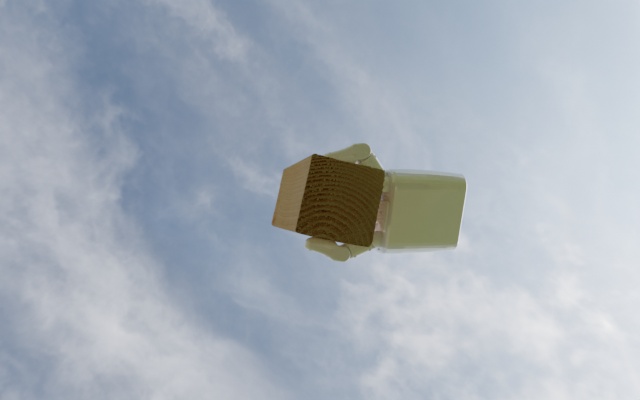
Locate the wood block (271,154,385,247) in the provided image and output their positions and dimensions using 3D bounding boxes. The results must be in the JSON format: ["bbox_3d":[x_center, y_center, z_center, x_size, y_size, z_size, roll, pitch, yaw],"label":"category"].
[{"bbox_3d":[0.000,0.002,0.622,0.090,0.091,0.206,12,-4,-12],"label":"wood block"}]
